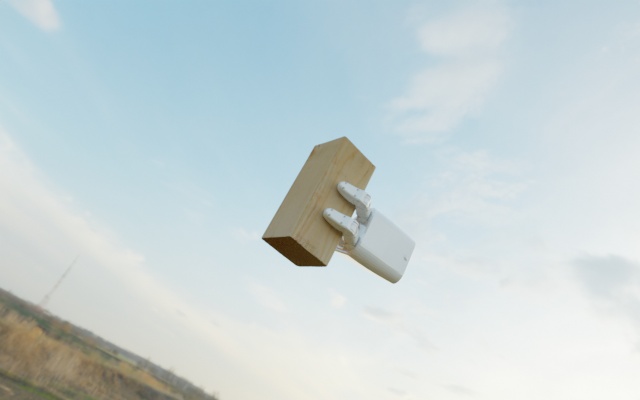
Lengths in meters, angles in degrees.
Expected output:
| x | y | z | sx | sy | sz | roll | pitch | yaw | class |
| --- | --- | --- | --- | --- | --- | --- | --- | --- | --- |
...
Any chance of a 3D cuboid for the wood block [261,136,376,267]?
| x | y | z | sx | sy | sz | roll | pitch | yaw | class |
| --- | --- | --- | --- | --- | --- | --- | --- | --- | --- |
| 0.000 | 0.003 | 0.817 | 0.090 | 0.206 | 0.091 | 42 | -29 | -25 | wood block |
